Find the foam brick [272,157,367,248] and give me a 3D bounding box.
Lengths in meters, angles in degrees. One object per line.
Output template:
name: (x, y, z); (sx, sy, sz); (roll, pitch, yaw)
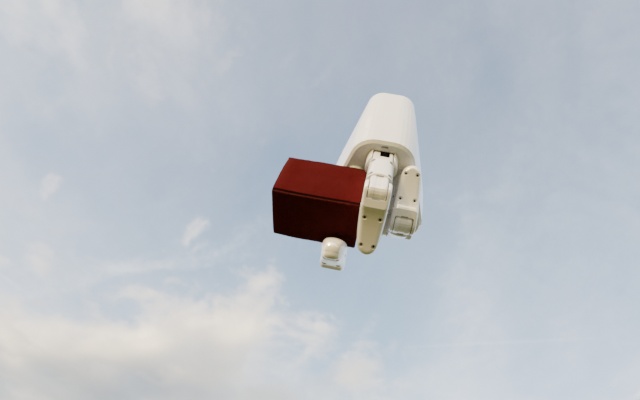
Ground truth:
foam brick: (0.000, 0.001, 0.430); (0.078, 0.053, 0.051); (10, 41, 6)
